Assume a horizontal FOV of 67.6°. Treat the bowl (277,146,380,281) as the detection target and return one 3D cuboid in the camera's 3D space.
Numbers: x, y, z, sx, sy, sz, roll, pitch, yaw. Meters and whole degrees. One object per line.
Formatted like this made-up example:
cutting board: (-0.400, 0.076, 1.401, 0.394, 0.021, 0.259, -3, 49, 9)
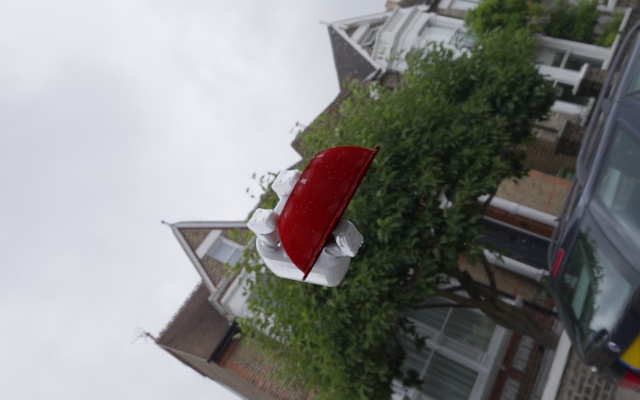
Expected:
bowl: (0.000, 0.001, 0.503, 0.055, 0.162, 0.162, 30, 2, 3)
